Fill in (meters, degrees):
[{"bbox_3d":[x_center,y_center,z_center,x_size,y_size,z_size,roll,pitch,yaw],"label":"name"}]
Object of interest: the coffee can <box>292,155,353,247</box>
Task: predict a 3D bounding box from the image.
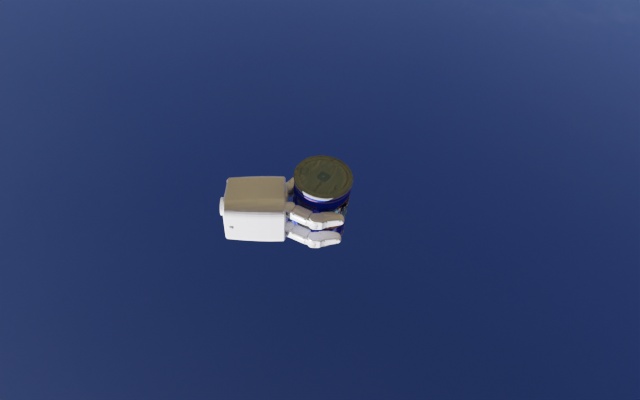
[{"bbox_3d":[0.000,0.003,0.869,0.103,0.102,0.140,0,-40,-5],"label":"coffee can"}]
